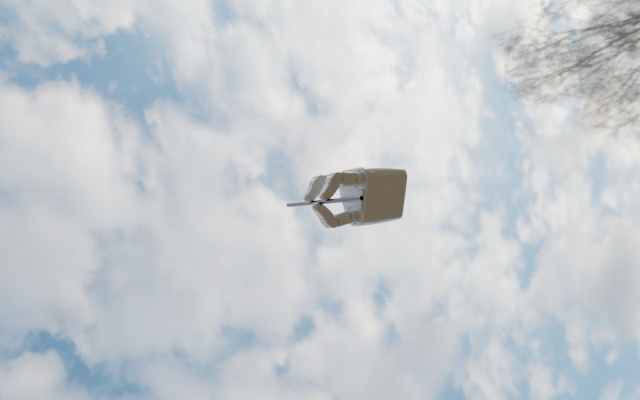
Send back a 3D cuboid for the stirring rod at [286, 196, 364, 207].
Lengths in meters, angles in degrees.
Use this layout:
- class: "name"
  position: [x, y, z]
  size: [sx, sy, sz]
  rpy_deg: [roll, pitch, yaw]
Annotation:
- class: "stirring rod"
  position: [0.000, 0.003, 0.860]
  size: [0.011, 0.011, 0.239]
  rpy_deg: [0, -3, -33]
